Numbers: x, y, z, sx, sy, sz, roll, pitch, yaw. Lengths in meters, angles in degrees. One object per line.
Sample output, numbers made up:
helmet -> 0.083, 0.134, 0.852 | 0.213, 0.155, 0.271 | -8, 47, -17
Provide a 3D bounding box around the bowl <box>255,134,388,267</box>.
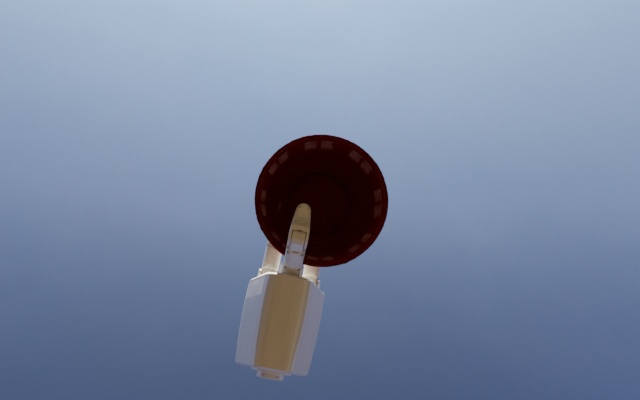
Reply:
bowl -> 0.001, 0.001, 0.599 | 0.162, 0.162, 0.055 | 0, -6, -4
